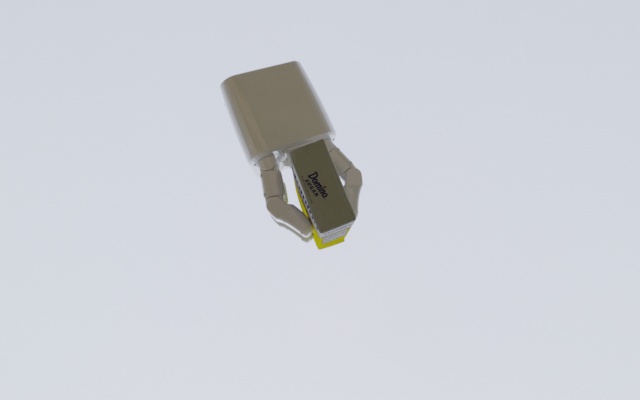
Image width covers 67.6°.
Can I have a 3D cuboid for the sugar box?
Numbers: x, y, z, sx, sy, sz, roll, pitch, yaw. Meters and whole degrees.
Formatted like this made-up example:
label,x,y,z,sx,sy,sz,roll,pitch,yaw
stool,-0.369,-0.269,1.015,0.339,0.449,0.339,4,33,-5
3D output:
label,x,y,z,sx,sy,sz,roll,pitch,yaw
sugar box,0.000,0.002,0.559,0.048,0.093,0.176,-21,-11,-2
